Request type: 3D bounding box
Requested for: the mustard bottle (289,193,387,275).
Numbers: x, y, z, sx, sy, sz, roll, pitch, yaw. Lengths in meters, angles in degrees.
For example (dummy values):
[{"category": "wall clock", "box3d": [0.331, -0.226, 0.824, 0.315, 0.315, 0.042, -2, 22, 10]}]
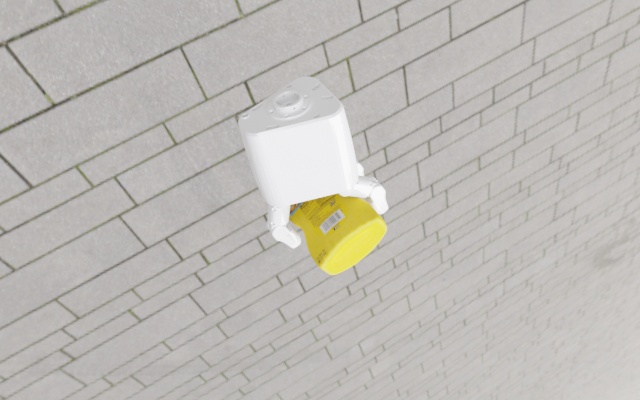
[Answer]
[{"category": "mustard bottle", "box3d": [0.000, 0.002, 0.633, 0.058, 0.096, 0.191, 41, 9, -46]}]
